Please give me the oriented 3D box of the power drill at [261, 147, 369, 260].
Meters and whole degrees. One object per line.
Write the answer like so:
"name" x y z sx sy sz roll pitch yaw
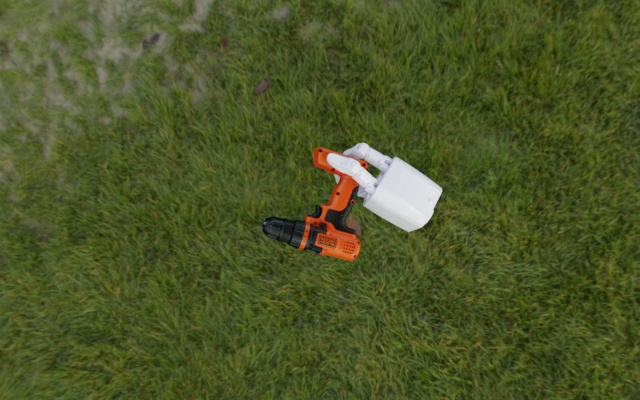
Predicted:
"power drill" 0.001 0.002 0.873 0.184 0.187 0.057 16 -4 -12
